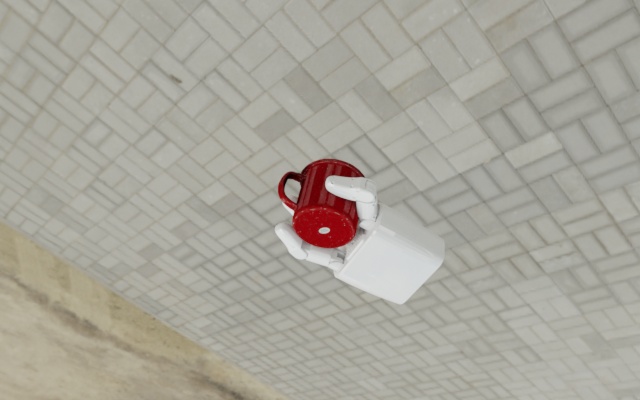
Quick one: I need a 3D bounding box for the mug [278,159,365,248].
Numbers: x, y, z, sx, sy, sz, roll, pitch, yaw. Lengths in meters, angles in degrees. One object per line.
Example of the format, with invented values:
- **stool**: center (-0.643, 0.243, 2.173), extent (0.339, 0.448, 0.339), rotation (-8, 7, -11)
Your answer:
- **mug**: center (-0.001, 0.001, 0.611), extent (0.117, 0.081, 0.093), rotation (26, -44, -14)
